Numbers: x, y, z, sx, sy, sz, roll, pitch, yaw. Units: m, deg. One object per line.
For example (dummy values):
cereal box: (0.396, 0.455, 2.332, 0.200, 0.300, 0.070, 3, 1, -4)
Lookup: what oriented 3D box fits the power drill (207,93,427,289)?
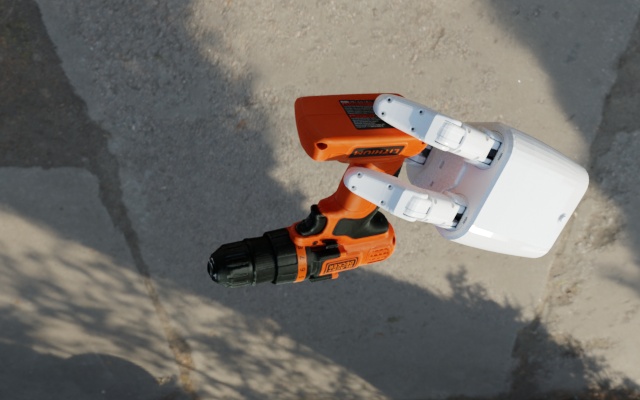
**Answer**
power drill: (0.000, 0.001, 0.404, 0.184, 0.057, 0.188, -9, -38, -24)
